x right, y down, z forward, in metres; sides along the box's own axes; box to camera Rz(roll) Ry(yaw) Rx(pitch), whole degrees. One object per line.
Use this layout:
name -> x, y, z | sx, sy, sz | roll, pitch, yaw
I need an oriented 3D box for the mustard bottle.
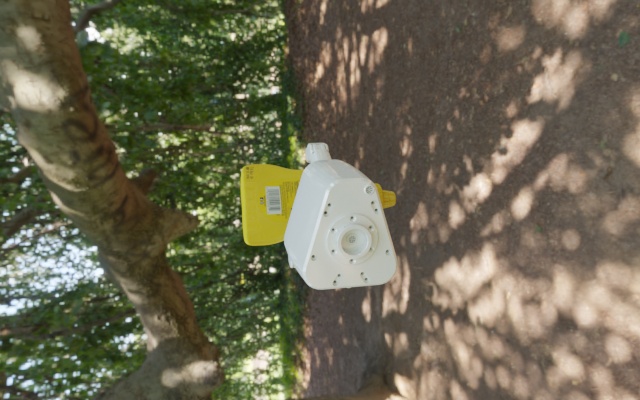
mustard bottle -> 0.000, 0.002, 0.589 | 0.191, 0.096, 0.058 | -3, -12, -11
